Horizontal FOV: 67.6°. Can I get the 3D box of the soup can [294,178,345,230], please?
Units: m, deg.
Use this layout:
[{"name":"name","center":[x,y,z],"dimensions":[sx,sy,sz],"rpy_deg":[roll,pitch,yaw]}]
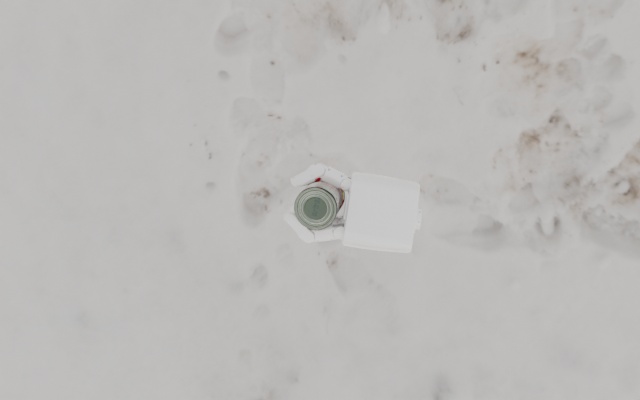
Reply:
[{"name":"soup can","center":[0.000,0.002,0.757],"dimensions":[0.068,0.068,0.102],"rpy_deg":[0,12,9]}]
